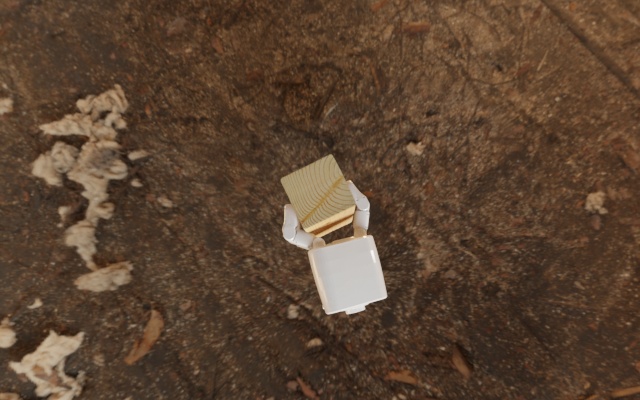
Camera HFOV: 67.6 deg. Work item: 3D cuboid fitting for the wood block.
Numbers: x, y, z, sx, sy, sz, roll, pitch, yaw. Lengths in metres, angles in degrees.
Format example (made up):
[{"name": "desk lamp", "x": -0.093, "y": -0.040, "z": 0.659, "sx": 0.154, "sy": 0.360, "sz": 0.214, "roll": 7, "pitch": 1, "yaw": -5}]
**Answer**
[{"name": "wood block", "x": 0.001, "y": 0.003, "z": 0.822, "sx": 0.091, "sy": 0.090, "sz": 0.206, "roll": -25, "pitch": -9, "yaw": -2}]
